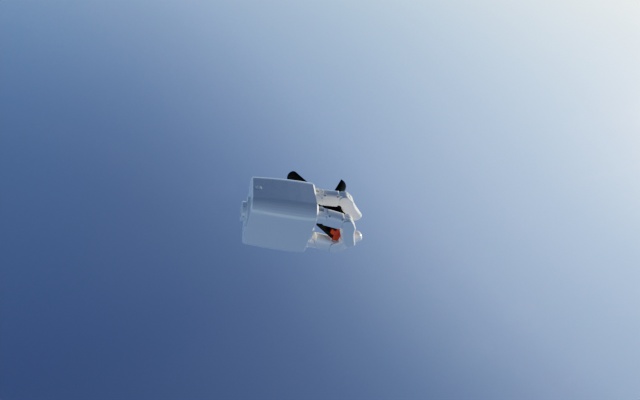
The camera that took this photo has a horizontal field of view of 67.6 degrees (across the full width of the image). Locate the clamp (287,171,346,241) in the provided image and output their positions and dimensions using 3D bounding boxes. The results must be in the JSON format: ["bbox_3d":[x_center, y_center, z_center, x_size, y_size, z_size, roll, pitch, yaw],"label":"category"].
[{"bbox_3d":[0.000,0.003,0.862,0.120,0.039,0.171,9,32,-13],"label":"clamp"}]
